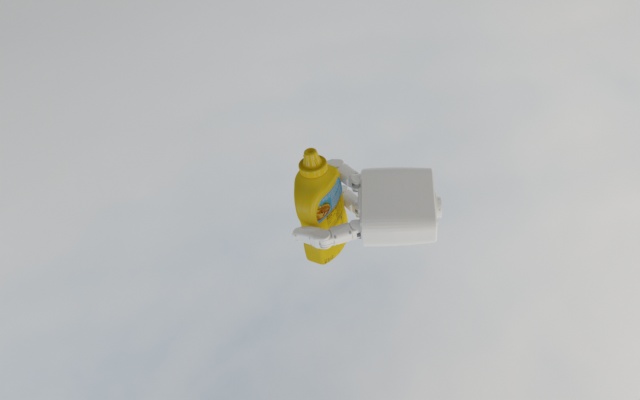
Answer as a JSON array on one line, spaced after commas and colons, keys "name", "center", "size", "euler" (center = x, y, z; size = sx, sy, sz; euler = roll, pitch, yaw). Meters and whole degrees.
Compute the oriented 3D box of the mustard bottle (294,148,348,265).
[{"name": "mustard bottle", "center": [0.000, 0.003, 0.721], "size": [0.058, 0.192, 0.096], "euler": [16, 48, 27]}]
